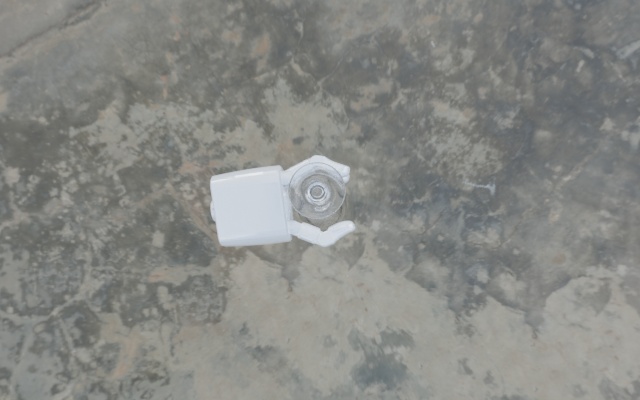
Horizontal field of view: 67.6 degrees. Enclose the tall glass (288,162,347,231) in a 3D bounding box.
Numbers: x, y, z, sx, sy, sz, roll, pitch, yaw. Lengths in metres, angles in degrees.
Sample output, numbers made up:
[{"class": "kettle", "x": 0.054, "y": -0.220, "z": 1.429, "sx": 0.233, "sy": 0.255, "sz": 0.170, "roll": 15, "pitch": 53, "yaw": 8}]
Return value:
[{"class": "tall glass", "x": 0.000, "y": 0.002, "z": 0.712, "sx": 0.079, "sy": 0.079, "sz": 0.201, "roll": 0, "pitch": -9, "yaw": 3}]
